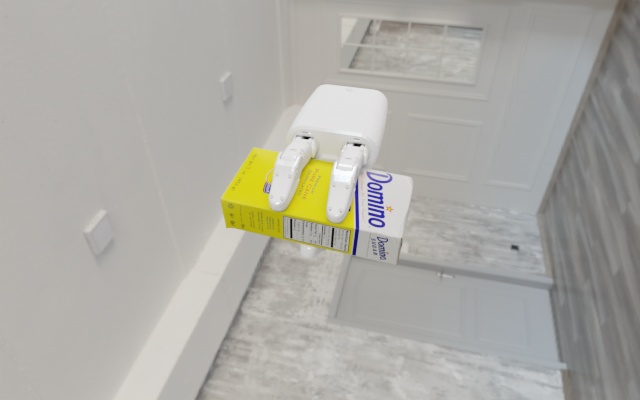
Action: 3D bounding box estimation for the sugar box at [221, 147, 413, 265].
[{"bbox_3d":[0.000,0.001,0.481,0.176,0.048,0.093,9,43,11],"label":"sugar box"}]
